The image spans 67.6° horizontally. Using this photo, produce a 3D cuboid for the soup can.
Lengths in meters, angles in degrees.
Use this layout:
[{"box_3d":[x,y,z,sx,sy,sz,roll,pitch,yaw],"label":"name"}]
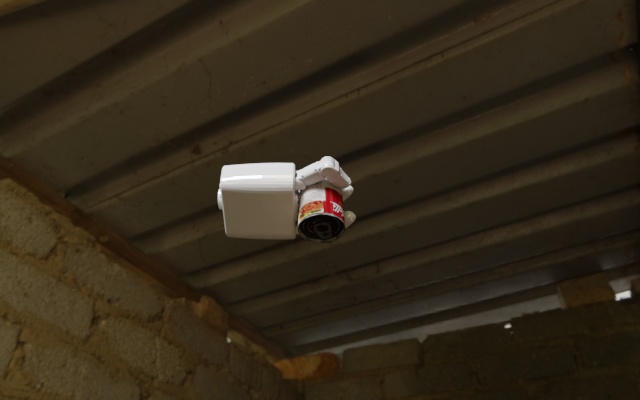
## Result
[{"box_3d":[0.001,0.002,0.706,0.068,0.102,0.069,-1,-40,-1],"label":"soup can"}]
